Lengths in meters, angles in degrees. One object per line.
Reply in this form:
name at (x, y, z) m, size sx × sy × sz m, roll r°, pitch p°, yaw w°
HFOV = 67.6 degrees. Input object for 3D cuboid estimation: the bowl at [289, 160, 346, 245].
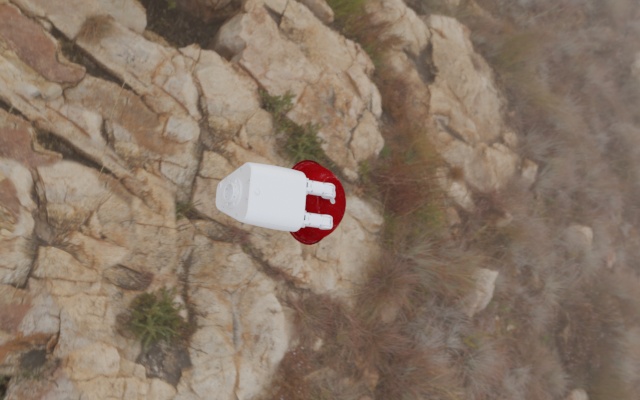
bowl at (0.001, 0.003, 0.889) m, size 0.055 × 0.162 × 0.162 m, roll -2°, pitch -1°, yaw 37°
